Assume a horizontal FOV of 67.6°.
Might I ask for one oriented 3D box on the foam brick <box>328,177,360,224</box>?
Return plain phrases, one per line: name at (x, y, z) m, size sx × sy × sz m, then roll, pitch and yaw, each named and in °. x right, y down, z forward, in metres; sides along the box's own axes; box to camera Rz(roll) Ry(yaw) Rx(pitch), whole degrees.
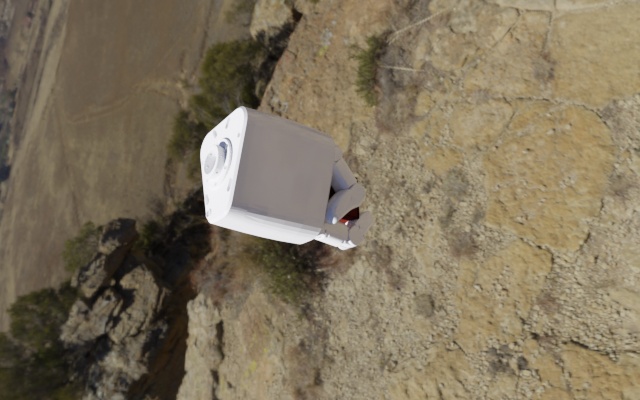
foam brick at (0.000, 0.002, 0.550) m, size 0.051 × 0.053 × 0.078 m, roll 16°, pitch -28°, yaw -36°
